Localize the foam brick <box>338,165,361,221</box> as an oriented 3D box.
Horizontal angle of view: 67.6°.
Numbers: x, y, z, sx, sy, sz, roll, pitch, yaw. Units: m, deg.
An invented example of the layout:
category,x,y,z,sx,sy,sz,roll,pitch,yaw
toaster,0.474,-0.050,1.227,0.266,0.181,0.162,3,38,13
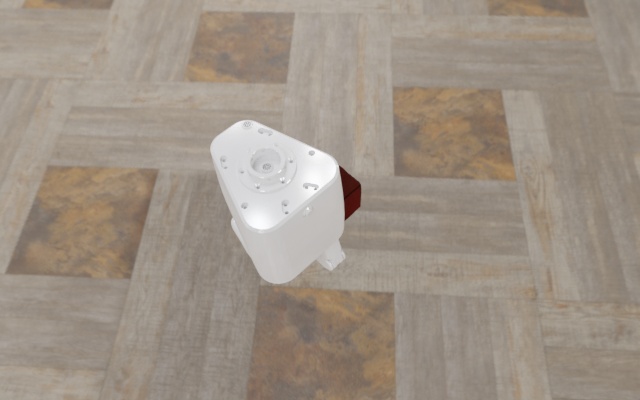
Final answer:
category,x,y,z,sx,sy,sz,roll,pitch,yaw
foam brick,0.000,0.002,0.520,0.053,0.078,0.051,42,-20,24
